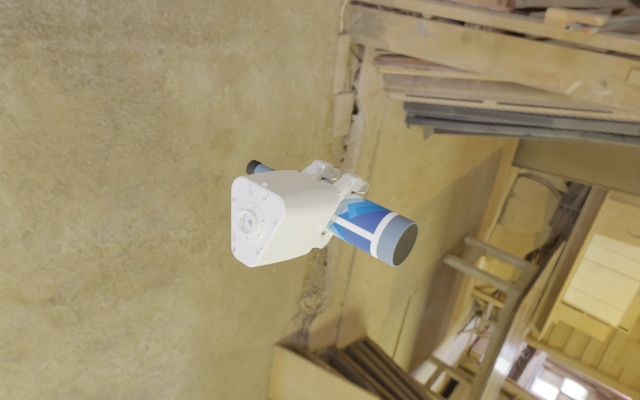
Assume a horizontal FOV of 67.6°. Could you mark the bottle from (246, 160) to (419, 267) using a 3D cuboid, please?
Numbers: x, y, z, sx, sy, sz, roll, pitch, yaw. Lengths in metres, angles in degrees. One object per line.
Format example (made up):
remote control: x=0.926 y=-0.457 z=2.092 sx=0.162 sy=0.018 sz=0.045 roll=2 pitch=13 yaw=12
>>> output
bottle: x=0.000 y=0.002 z=0.708 sx=0.295 sy=0.069 sz=0.069 roll=27 pitch=14 yaw=31
